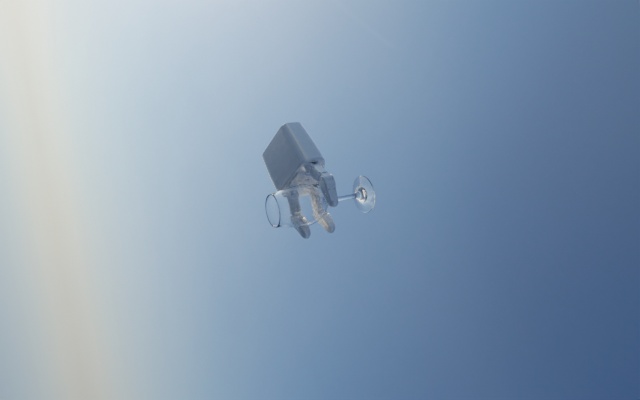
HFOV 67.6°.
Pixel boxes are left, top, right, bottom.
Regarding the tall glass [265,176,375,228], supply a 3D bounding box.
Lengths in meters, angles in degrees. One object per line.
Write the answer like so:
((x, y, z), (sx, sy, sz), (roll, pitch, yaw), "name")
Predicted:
((0.001, 0.003, 0.896), (0.201, 0.079, 0.079), (-11, 5, -29), "tall glass")
